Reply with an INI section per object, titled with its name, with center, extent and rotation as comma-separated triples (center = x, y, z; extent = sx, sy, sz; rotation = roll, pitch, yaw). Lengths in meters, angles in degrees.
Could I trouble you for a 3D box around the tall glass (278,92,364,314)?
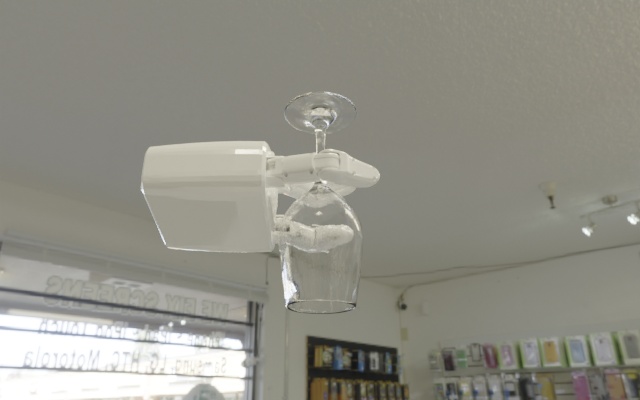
[tall glass]
center = 0.000, 0.001, 0.453
extent = 0.079, 0.201, 0.079
rotation = 0, -23, 0
